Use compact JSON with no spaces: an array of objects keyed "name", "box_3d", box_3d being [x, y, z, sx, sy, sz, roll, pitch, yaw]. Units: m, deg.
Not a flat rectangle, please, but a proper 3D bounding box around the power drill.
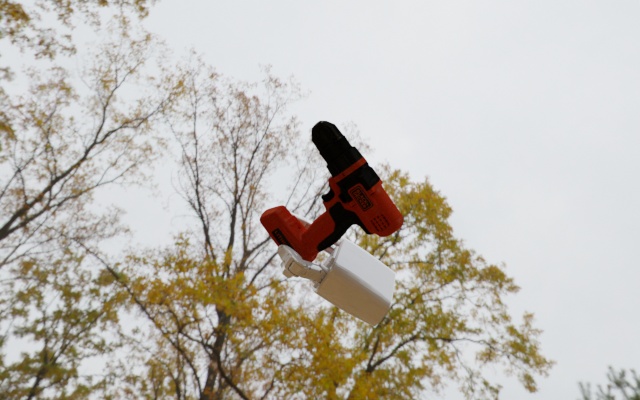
[{"name":"power drill","box_3d":[0.000,0.003,0.690,0.188,0.184,0.057,-34,2,31]}]
